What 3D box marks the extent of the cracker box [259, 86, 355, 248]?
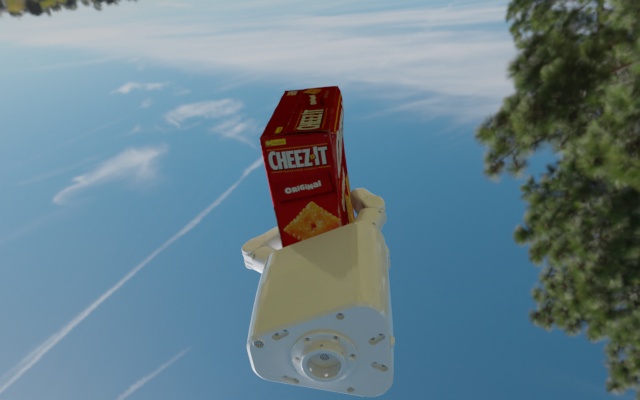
[{"bbox_3d":[0.000,0.002,0.517,0.072,0.214,0.164,-5,27,6],"label":"cracker box"}]
